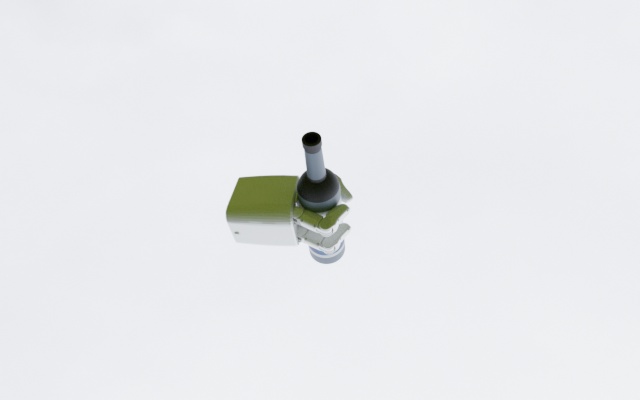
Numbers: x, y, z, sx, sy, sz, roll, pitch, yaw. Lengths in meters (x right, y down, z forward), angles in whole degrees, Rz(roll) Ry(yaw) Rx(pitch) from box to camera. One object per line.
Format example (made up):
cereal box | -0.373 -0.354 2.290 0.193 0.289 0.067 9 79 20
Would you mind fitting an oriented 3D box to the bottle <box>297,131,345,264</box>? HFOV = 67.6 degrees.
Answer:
bottle | 0.000 0.003 0.760 0.069 0.069 0.296 0 -36 6
